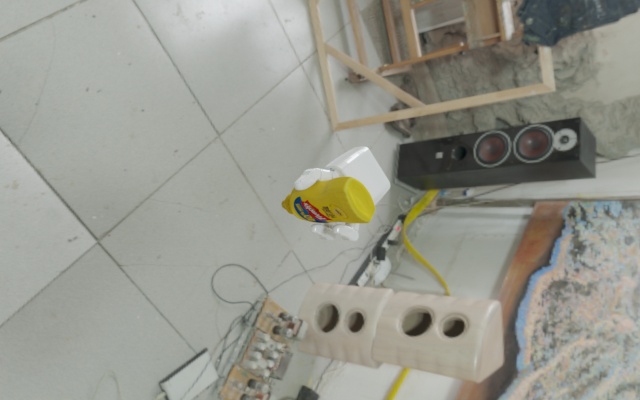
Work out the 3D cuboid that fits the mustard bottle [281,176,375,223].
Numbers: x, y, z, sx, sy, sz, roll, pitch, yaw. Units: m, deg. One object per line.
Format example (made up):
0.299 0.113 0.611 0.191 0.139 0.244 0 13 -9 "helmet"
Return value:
0.000 0.003 0.882 0.191 0.058 0.096 -3 -39 42 "mustard bottle"
